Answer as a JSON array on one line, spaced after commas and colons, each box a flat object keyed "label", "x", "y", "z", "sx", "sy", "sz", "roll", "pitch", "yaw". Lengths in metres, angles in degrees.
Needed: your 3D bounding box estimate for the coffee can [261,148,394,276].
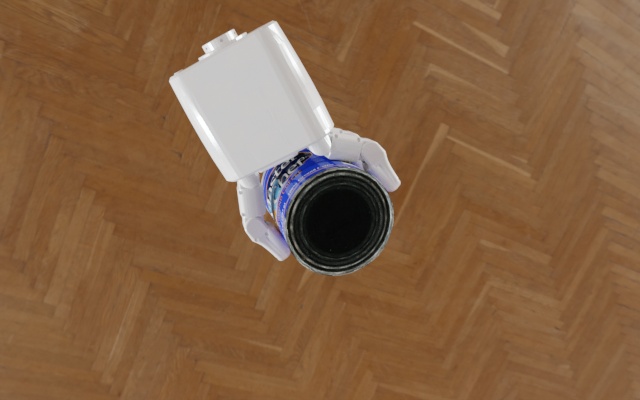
[{"label": "coffee can", "x": 0.000, "y": 0.002, "z": 0.489, "sx": 0.103, "sy": 0.103, "sz": 0.140, "roll": 0, "pitch": 15, "yaw": -16}]
